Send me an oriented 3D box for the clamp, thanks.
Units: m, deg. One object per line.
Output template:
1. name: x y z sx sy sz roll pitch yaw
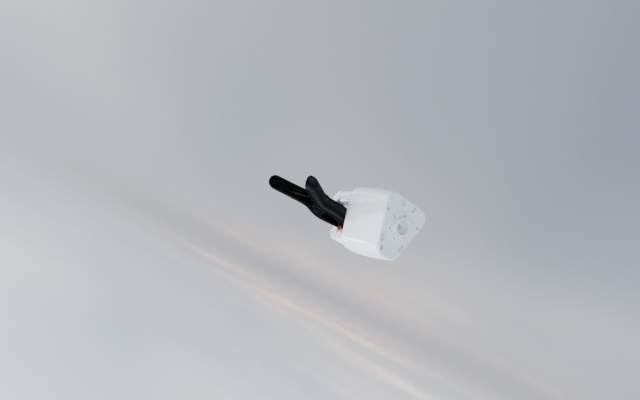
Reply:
1. clamp: 0.000 0.003 0.842 0.171 0.039 0.120 32 -12 -27
